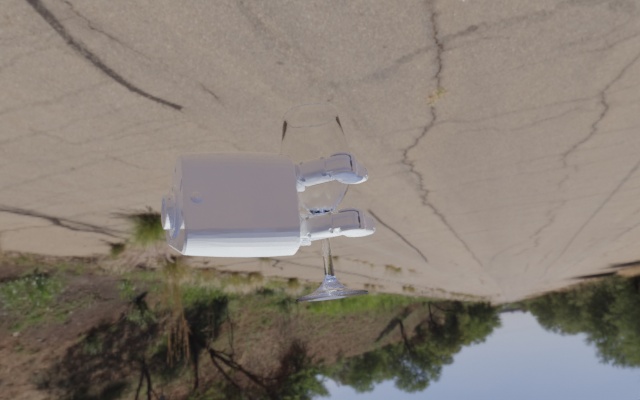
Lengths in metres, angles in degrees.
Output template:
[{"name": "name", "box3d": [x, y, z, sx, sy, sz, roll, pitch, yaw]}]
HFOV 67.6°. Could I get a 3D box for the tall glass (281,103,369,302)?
[{"name": "tall glass", "box3d": [0.000, 0.002, 0.505, 0.079, 0.201, 0.079, -6, -14, -2]}]
